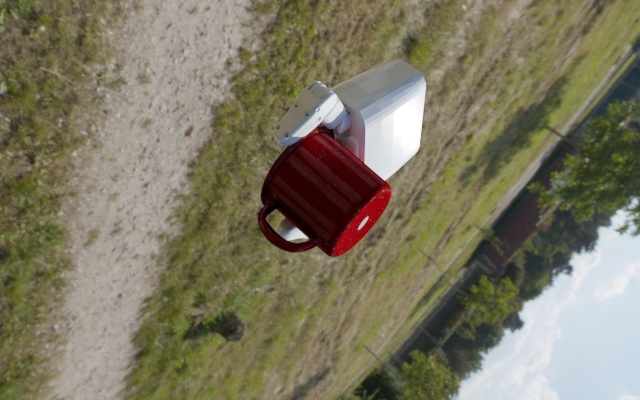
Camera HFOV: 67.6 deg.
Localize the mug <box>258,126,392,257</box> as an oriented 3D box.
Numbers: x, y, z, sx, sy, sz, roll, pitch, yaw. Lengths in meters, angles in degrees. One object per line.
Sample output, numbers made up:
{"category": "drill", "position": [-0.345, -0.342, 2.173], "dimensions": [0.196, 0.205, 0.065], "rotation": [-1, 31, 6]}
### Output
{"category": "mug", "position": [-0.001, 0.002, 0.416], "dimensions": [0.117, 0.081, 0.093], "rotation": [-37, -22, -31]}
